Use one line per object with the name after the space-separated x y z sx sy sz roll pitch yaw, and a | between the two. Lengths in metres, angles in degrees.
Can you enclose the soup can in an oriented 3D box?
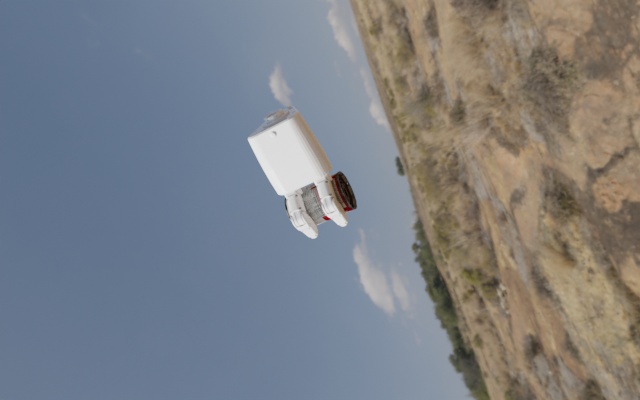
0.000 0.003 0.794 0.102 0.068 0.068 -24 -7 17 | soup can
